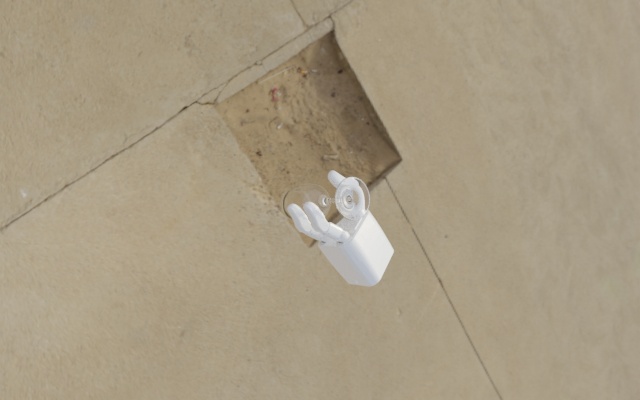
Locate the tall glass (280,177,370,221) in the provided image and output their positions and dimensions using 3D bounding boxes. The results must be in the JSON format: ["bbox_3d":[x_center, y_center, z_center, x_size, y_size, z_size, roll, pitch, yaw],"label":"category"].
[{"bbox_3d":[0.000,0.003,0.892,0.079,0.079,0.201,0,-3,-34],"label":"tall glass"}]
